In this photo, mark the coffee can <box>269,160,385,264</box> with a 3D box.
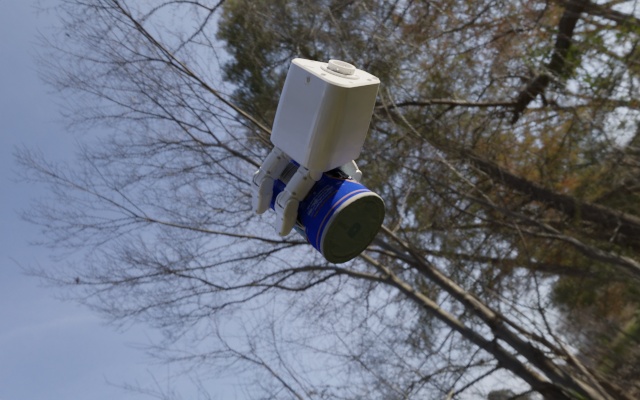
[{"bbox_3d":[0.000,0.002,0.630,0.103,0.103,0.140,0,30,-46],"label":"coffee can"}]
